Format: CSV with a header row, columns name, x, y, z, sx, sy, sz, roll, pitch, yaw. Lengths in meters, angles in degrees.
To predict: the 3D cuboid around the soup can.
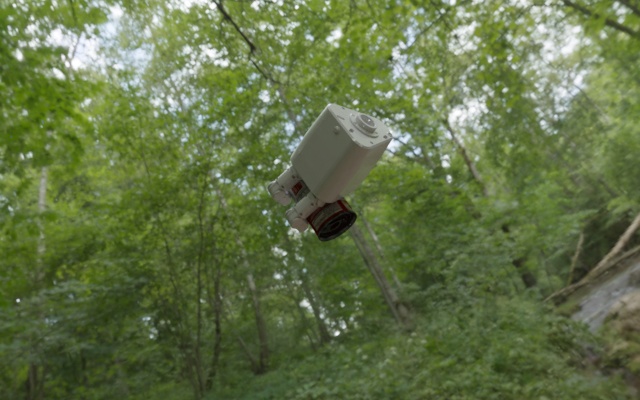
name,x,y,z,sx,sy,sz,roll,pitch,yaw
soup can,0.000,0.003,0.734,0.068,0.102,0.068,-27,-27,-15
